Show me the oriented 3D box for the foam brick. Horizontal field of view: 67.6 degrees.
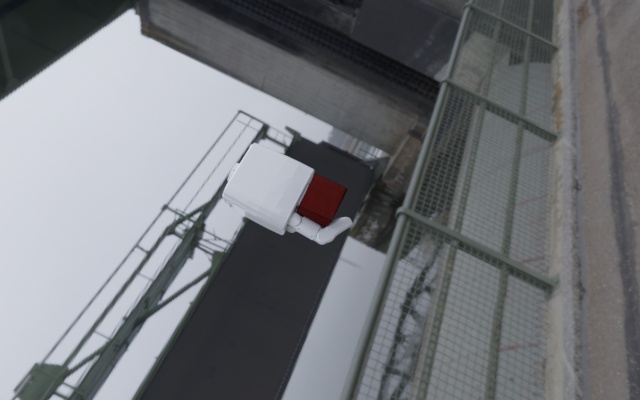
[{"bbox_3d":[0.000,0.002,0.687,0.051,0.053,0.078,27,-13,0],"label":"foam brick"}]
